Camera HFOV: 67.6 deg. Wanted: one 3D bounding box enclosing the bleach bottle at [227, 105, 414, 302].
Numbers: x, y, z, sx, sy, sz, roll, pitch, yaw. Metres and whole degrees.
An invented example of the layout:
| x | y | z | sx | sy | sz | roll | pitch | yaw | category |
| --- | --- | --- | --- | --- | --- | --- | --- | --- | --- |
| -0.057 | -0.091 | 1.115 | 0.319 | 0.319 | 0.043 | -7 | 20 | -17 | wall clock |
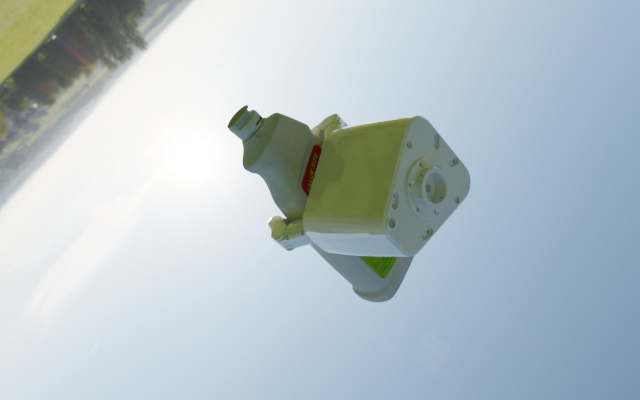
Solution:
| x | y | z | sx | sy | sz | roll | pitch | yaw | category |
| --- | --- | --- | --- | --- | --- | --- | --- | --- | --- |
| 0.000 | 0.002 | 0.506 | 0.251 | 0.102 | 0.068 | 42 | -24 | -27 | bleach bottle |
